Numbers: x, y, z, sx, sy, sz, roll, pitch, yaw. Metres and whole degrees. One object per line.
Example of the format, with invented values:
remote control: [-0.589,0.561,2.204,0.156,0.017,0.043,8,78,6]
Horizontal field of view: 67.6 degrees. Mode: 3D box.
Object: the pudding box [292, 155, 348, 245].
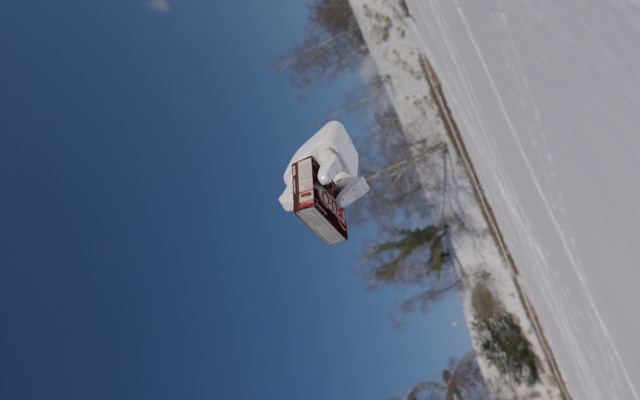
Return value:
pudding box: [0.000,0.002,0.708,0.039,0.090,0.113,-21,-38,21]
